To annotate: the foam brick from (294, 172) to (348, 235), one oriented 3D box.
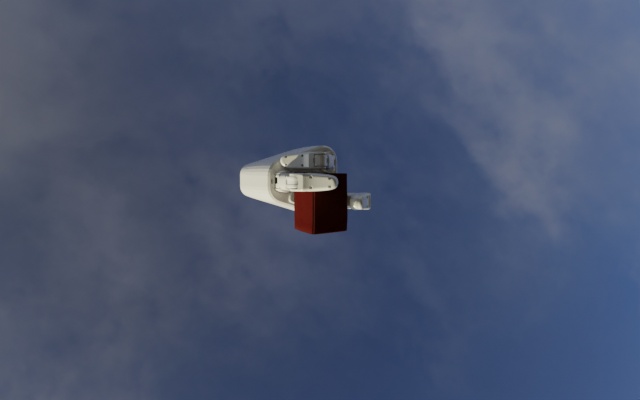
[{"bbox_3d":[0.000,0.002,0.624,0.053,0.078,0.051,-2,3,-32],"label":"foam brick"}]
